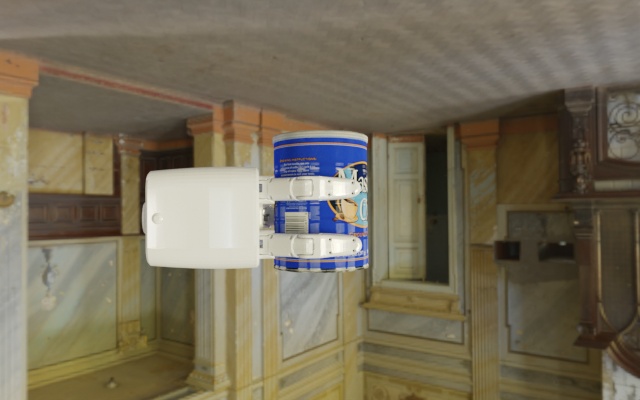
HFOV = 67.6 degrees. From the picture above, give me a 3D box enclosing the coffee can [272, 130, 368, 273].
[{"bbox_3d":[0.000,0.002,0.516,0.103,0.140,0.103,0,-1,0],"label":"coffee can"}]
